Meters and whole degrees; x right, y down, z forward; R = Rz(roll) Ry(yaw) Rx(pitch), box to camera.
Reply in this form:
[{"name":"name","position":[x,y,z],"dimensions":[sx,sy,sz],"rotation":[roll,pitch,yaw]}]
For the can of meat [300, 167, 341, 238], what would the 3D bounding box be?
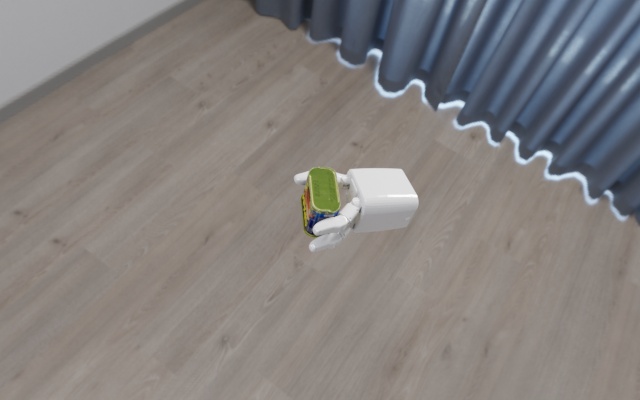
[{"name":"can of meat","position":[0.000,0.003,0.849],"dimensions":[0.057,0.102,0.084],"rotation":[1,-34,-11]}]
